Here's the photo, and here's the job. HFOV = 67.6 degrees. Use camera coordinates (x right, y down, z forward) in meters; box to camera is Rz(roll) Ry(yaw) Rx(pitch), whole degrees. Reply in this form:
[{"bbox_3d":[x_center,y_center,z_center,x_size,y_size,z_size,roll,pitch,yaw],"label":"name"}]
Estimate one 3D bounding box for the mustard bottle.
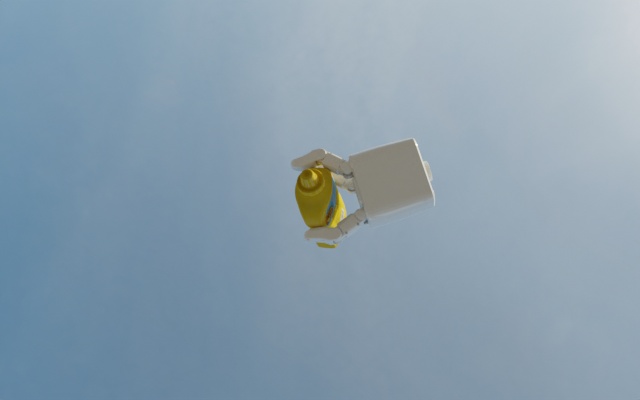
[{"bbox_3d":[0.000,0.003,0.762,0.058,0.096,0.192,5,-23,14],"label":"mustard bottle"}]
